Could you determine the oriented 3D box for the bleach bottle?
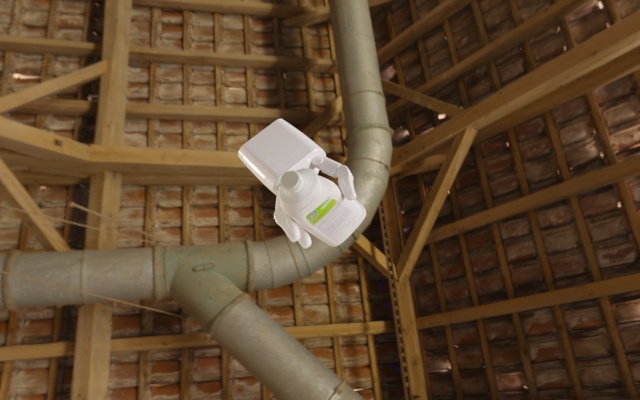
[{"bbox_3d":[0.000,0.003,0.789,0.068,0.102,0.251,40,-2,26],"label":"bleach bottle"}]
